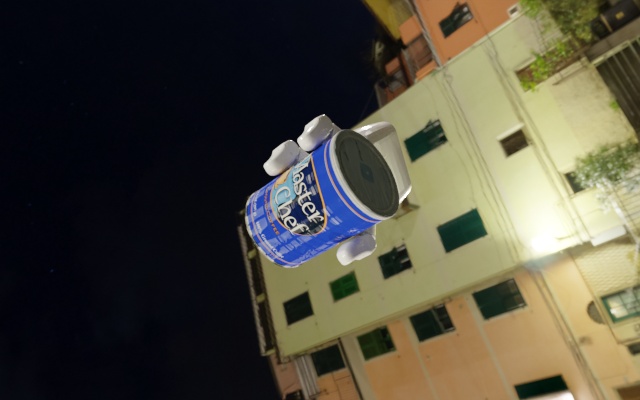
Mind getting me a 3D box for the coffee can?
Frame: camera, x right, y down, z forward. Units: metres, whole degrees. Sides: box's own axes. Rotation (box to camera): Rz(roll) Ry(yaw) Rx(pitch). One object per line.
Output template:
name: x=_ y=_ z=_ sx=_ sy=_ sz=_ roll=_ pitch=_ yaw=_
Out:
coffee can: x=0.000 y=0.002 z=0.527 sx=0.140 sy=0.102 sz=0.103 roll=-32 pitch=-19 yaw=34
